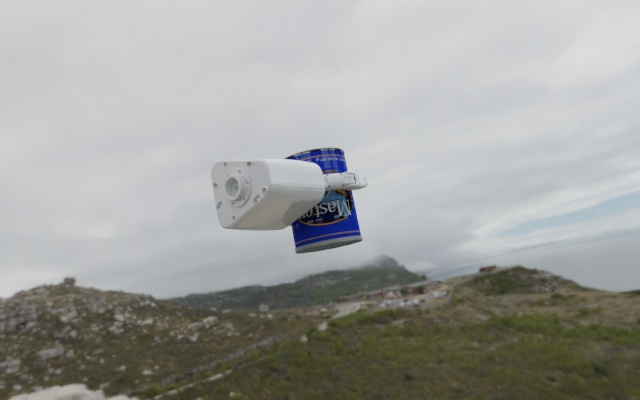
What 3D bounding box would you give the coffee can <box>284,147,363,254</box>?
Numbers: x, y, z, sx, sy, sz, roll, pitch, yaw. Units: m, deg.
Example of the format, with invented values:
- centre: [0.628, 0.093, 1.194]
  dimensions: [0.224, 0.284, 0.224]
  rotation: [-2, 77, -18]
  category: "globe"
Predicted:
- centre: [0.000, 0.003, 0.726]
  dimensions: [0.103, 0.140, 0.103]
  rotation: [-11, -9, -2]
  category: "coffee can"
